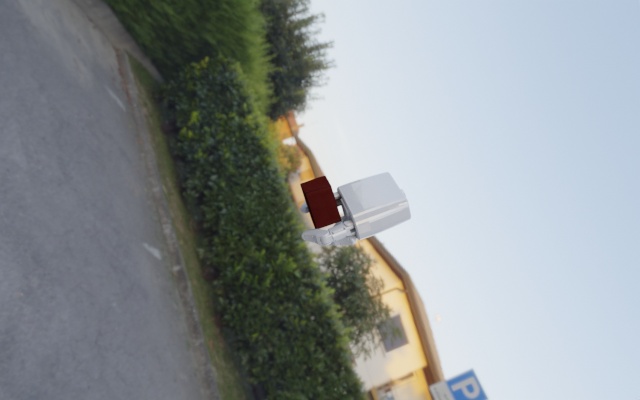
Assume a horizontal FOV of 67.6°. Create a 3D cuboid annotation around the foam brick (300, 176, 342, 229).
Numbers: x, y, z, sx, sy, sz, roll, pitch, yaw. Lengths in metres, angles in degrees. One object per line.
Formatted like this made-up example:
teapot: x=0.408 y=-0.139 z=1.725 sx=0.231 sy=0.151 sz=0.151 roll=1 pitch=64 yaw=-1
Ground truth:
foam brick: x=0.000 y=0.003 z=0.872 sx=0.051 sy=0.078 sz=0.053 roll=-19 pitch=27 yaw=-3
